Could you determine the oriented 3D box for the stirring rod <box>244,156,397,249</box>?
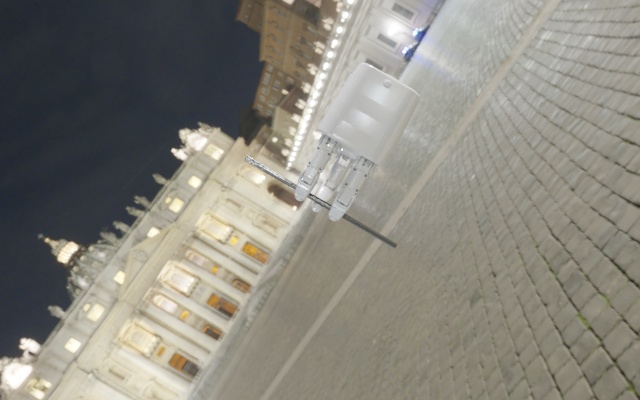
[{"bbox_3d":[0.000,0.002,0.660,0.239,0.011,0.011,30,1,2],"label":"stirring rod"}]
